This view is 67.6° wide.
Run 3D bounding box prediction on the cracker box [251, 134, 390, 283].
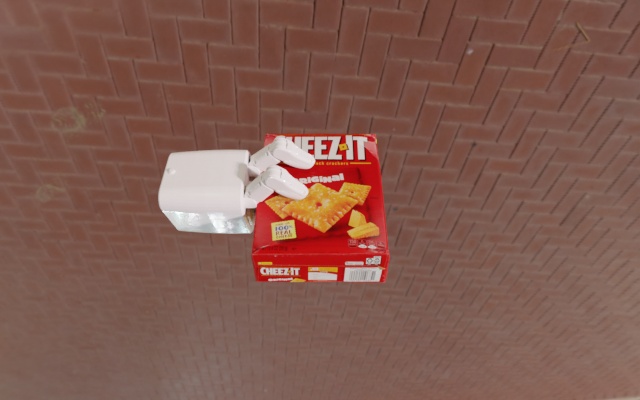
[{"bbox_3d":[0.000,0.002,0.638,0.164,0.213,0.072,0,-40,0],"label":"cracker box"}]
